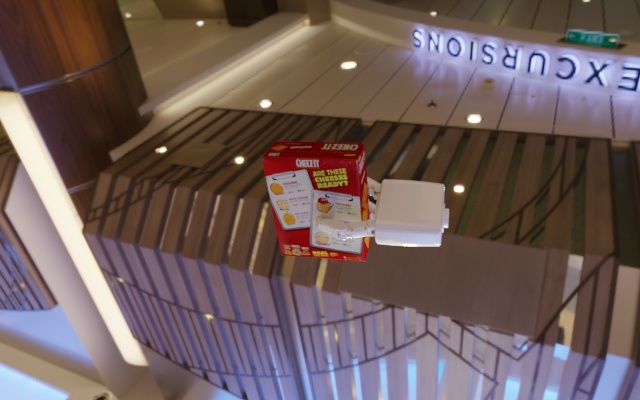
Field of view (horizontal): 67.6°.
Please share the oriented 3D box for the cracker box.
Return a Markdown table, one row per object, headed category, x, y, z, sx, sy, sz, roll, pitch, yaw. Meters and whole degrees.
| category | x | y | z | sx | sy | sz | roll | pitch | yaw |
| --- | --- | --- | --- | --- | --- | --- | --- | --- | --- |
| cracker box | 0.000 | 0.003 | 0.847 | 0.164 | 0.214 | 0.072 | 3 | 34 | 15 |
